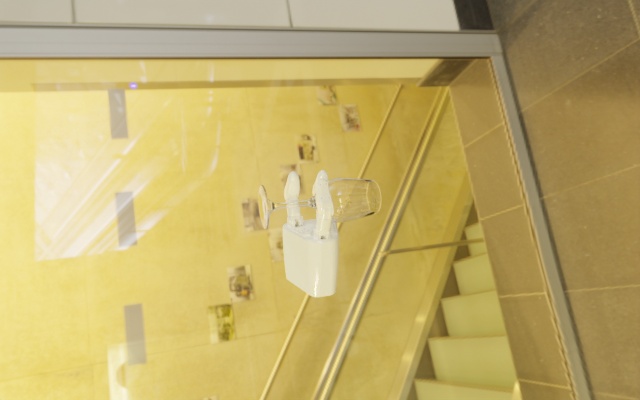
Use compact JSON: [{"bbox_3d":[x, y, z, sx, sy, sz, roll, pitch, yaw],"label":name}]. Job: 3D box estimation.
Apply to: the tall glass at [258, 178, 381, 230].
[{"bbox_3d":[-0.001,0.003,0.815,0.201,0.079,0.079,-6,2,-18],"label":"tall glass"}]
